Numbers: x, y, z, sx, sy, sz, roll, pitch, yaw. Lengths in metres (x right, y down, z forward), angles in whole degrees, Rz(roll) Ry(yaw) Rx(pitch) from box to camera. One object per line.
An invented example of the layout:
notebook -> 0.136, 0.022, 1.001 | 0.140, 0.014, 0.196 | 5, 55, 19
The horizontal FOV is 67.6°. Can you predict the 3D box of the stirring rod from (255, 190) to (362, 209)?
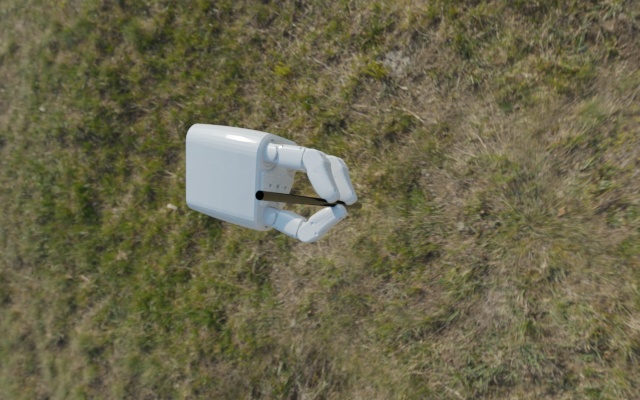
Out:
stirring rod -> 0.000, 0.002, 0.485 | 0.011, 0.011, 0.239 | 0, -3, 23
